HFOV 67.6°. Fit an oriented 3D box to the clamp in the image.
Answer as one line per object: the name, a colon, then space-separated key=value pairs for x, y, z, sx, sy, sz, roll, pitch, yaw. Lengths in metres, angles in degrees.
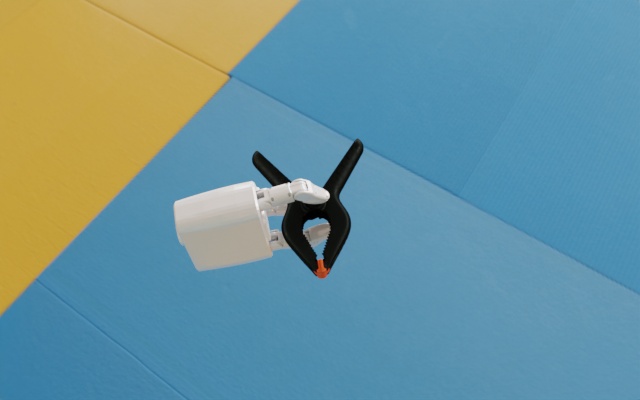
clamp: x=0.000 y=0.002 z=0.664 sx=0.164 sy=0.210 sz=0.036 roll=-14 pitch=-28 yaw=-2
